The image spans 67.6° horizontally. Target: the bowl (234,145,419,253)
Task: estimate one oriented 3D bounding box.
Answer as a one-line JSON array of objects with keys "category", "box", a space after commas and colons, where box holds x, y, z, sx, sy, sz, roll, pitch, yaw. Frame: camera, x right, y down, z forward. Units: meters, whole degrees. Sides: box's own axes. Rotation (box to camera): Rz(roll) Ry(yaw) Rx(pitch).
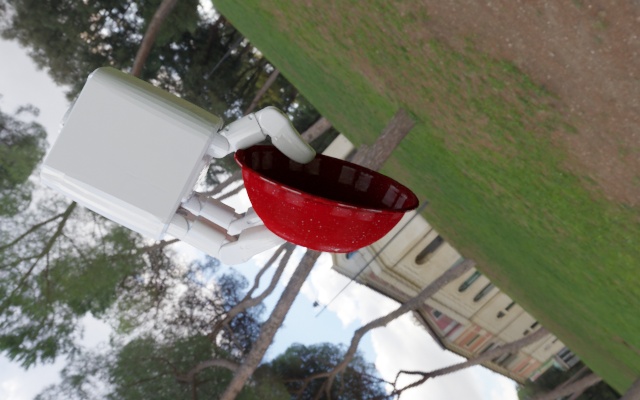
[{"category": "bowl", "box": [0.001, 0.002, 0.415, 0.162, 0.055, 0.162, 14, 16, -4]}]
